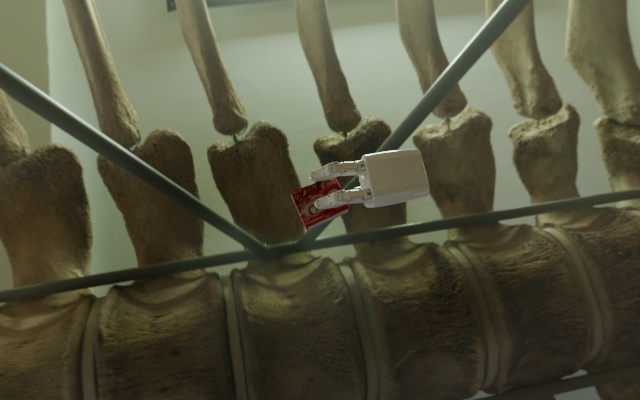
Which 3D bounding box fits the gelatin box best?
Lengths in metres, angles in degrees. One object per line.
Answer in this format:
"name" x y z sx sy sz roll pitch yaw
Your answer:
"gelatin box" 0.000 0.003 0.871 0.089 0.073 0.030 -24 -15 -3
